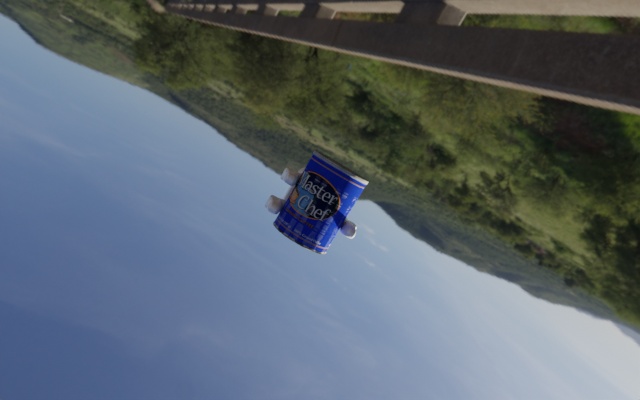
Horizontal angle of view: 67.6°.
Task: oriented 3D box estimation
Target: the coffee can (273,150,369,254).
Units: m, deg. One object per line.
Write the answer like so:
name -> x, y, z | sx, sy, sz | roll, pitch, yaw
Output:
coffee can -> 0.000, 0.003, 0.789 | 0.103, 0.140, 0.103 | 30, 7, -4
